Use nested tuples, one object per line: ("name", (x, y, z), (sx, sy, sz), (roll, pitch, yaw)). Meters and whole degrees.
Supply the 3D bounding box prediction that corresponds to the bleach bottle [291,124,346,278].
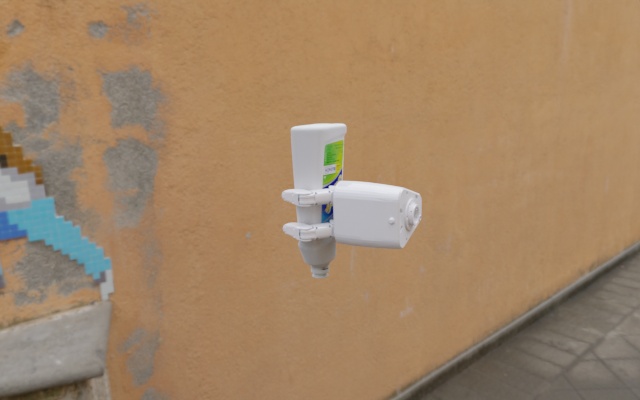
("bleach bottle", (0.000, 0.003, 0.788), (0.068, 0.251, 0.102), (5, 14, 30))
